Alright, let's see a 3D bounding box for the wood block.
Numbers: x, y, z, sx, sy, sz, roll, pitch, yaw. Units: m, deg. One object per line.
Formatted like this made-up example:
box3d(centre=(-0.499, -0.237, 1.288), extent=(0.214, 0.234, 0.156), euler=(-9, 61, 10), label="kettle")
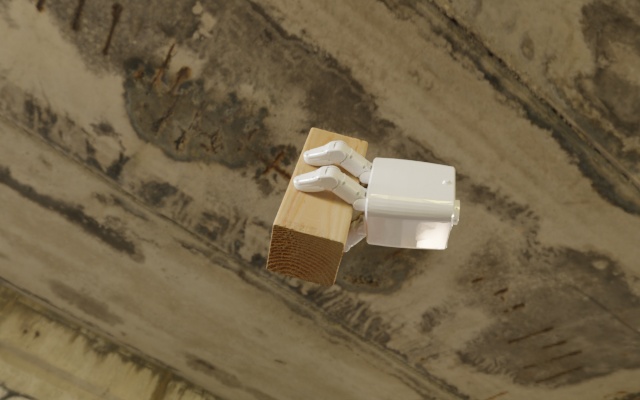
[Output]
box3d(centre=(0.000, 0.002, 0.655), extent=(0.090, 0.091, 0.206), euler=(15, 43, 2), label="wood block")
